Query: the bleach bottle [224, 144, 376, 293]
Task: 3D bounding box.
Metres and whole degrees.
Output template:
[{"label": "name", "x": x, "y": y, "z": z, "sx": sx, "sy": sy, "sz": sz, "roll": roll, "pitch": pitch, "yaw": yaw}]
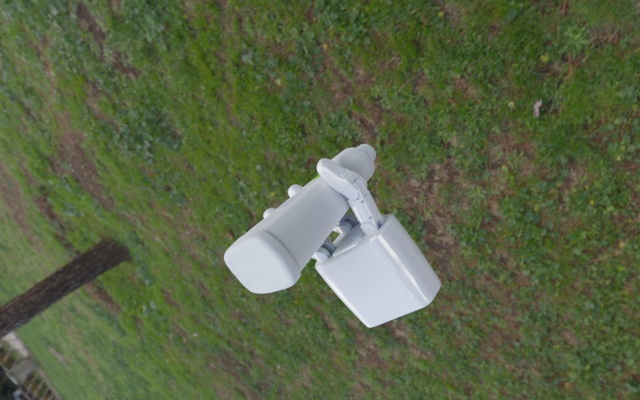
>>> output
[{"label": "bleach bottle", "x": 0.000, "y": 0.002, "z": 0.572, "sx": 0.102, "sy": 0.068, "sz": 0.250, "roll": -27, "pitch": 15, "yaw": 50}]
